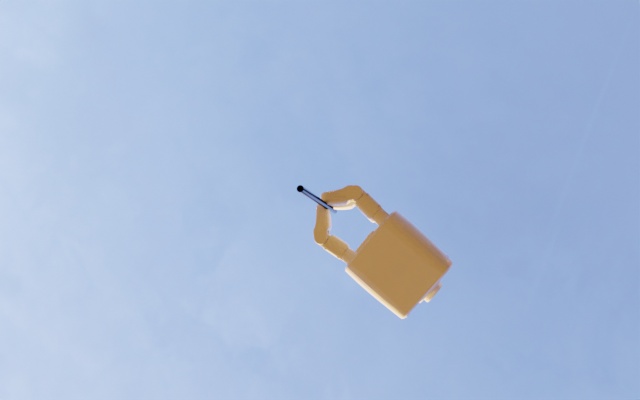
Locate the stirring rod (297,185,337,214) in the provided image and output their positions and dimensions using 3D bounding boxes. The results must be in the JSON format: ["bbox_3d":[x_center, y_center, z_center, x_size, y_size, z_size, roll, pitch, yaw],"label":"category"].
[{"bbox_3d":[0.000,0.002,0.635,0.011,0.011,0.239,0,-7,11],"label":"stirring rod"}]
